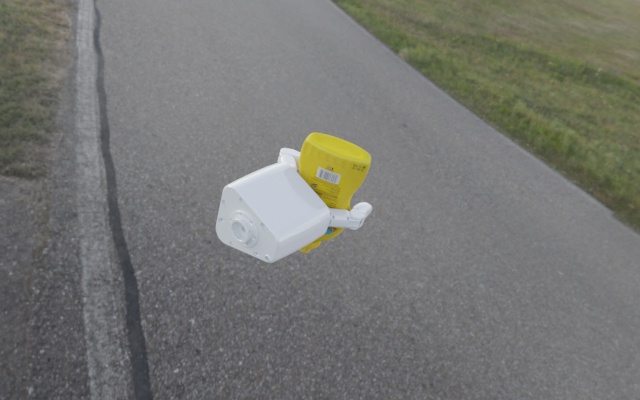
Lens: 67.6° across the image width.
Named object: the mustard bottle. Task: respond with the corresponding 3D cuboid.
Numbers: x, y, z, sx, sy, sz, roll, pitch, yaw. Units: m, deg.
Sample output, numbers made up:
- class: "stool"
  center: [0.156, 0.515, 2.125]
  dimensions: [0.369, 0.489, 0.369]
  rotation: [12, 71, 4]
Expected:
- class: "mustard bottle"
  center: [0.000, 0.002, 0.702]
  dimensions: [0.096, 0.192, 0.058]
  rotation: [20, 33, 2]
